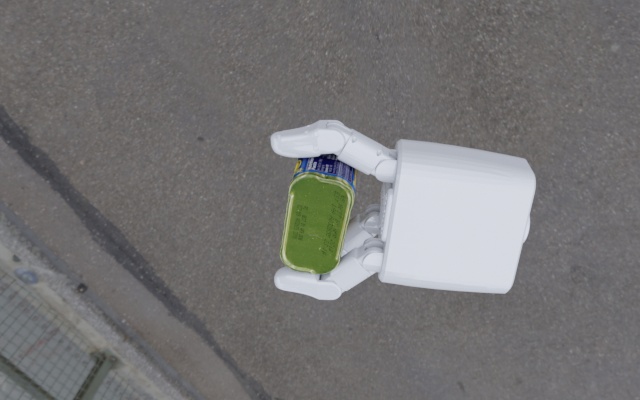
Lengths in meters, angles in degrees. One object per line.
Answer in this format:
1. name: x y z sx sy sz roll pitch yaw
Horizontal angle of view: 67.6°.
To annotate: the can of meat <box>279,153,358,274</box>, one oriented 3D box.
1. can of meat: 0.000 0.001 0.416 0.057 0.102 0.084 10 32 0
